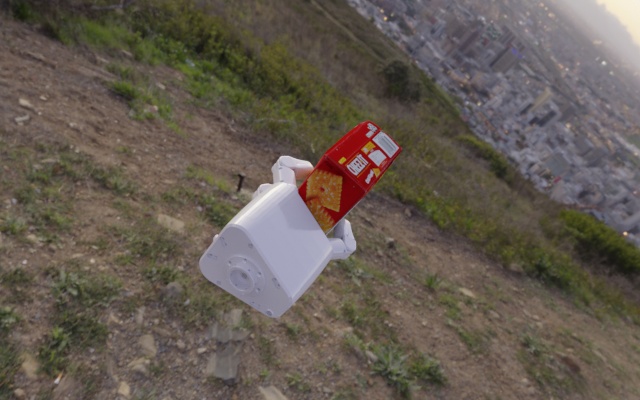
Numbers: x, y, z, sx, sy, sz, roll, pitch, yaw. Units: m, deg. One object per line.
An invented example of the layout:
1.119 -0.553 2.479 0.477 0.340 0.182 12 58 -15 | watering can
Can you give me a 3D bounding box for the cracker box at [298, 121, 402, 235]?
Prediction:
0.000 0.002 0.652 0.214 0.072 0.164 -47 -1 34 | cracker box
